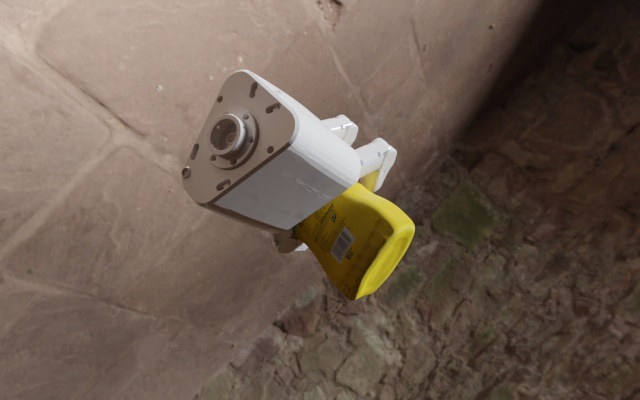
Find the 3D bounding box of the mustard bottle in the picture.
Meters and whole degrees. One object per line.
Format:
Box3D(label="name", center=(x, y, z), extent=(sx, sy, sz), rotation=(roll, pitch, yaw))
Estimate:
Box3D(label="mustard bottle", center=(0.000, 0.002, 0.483), extent=(0.058, 0.096, 0.191), rotation=(-9, 45, -46))
